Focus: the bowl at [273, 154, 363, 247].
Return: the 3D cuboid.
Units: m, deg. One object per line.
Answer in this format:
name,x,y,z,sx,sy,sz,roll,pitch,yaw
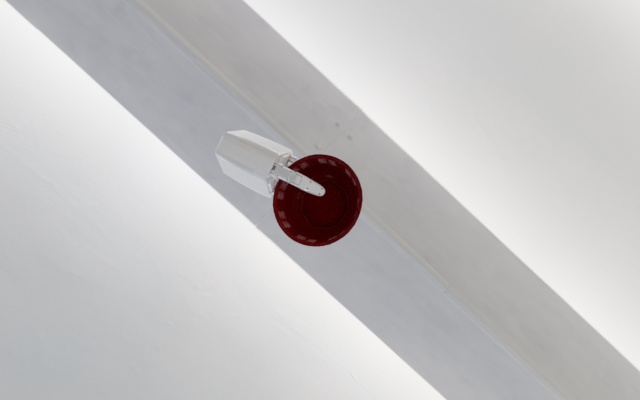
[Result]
bowl,0.001,0.004,0.843,0.162,0.162,0.055,0,-10,17
